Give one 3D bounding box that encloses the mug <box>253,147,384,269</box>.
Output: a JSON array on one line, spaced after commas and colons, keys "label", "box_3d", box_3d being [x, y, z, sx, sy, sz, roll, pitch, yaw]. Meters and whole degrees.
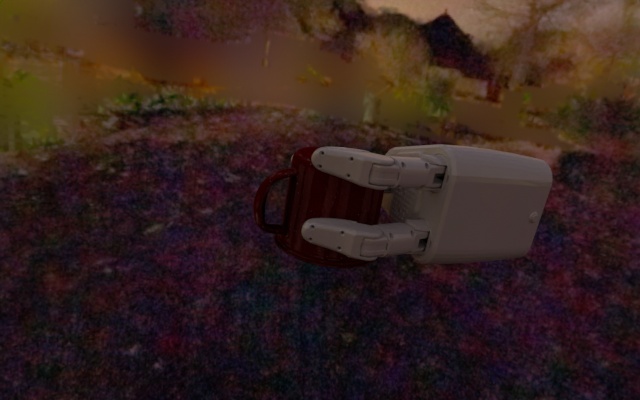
[{"label": "mug", "box_3d": [-0.001, 0.001, 0.407, 0.117, 0.081, 0.093, 2, 19, -24]}]
